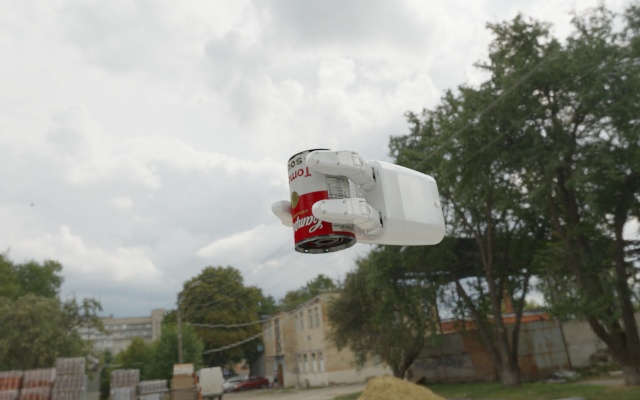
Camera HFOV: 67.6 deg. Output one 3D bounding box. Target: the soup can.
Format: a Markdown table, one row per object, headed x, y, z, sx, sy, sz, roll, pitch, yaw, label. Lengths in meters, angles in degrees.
| x | y | z | sx | sy | sz | roll | pitch | yaw | label |
| --- | --- | --- | --- | --- | --- | --- | --- | --- | --- |
| 0.000 | 0.001 | 0.530 | 0.068 | 0.102 | 0.068 | -6 | -19 | -2 | soup can |
